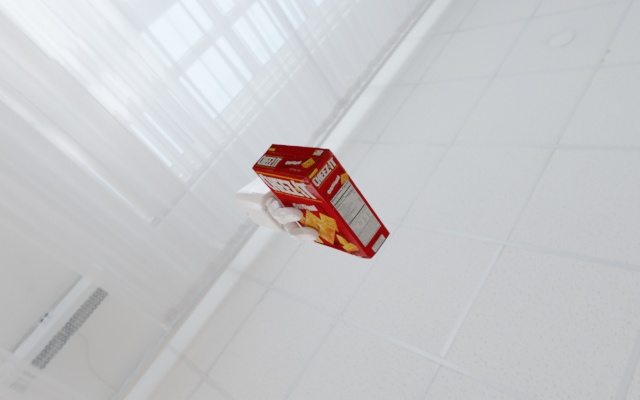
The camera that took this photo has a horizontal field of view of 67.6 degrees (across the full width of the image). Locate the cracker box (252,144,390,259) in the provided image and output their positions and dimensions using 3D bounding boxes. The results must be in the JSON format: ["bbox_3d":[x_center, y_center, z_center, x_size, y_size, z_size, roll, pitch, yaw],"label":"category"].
[{"bbox_3d":[0.000,0.003,0.837,0.164,0.072,0.214,12,-32,50],"label":"cracker box"}]
